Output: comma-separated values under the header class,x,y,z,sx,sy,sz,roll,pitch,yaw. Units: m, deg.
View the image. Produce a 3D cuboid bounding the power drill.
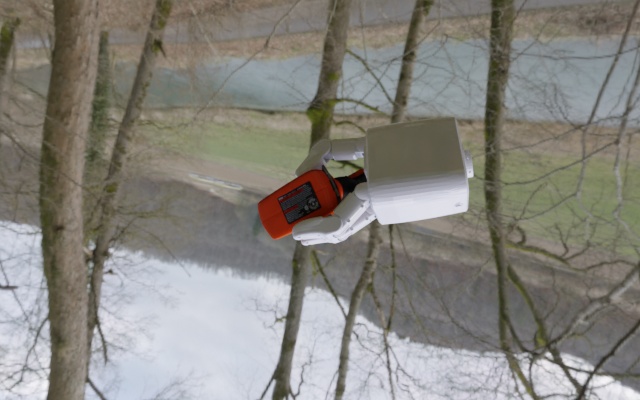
class,x,y,z,sx,sy,sz,roll,pitch,yaw
power drill,0.000,0.002,0.644,0.184,0.057,0.187,-30,-7,28
